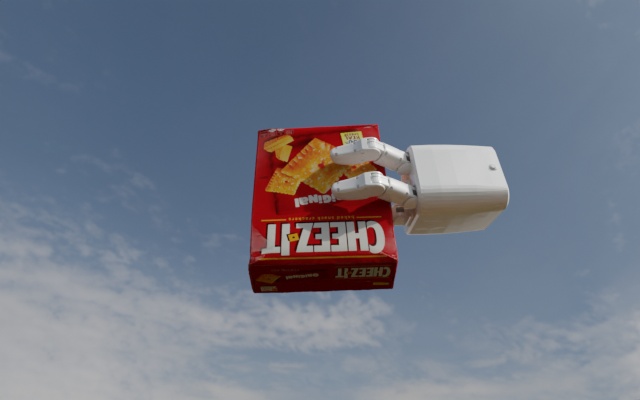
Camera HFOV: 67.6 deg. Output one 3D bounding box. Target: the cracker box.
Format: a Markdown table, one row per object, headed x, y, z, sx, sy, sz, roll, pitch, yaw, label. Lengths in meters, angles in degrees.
| x | y | z | sx | sy | sz | roll | pitch | yaw | label |
| --- | --- | --- | --- | --- | --- | --- | --- | --- | --- |
| 0.000 | 0.002 | 0.590 | 0.164 | 0.213 | 0.072 | -2 | -39 | 0 | cracker box |
